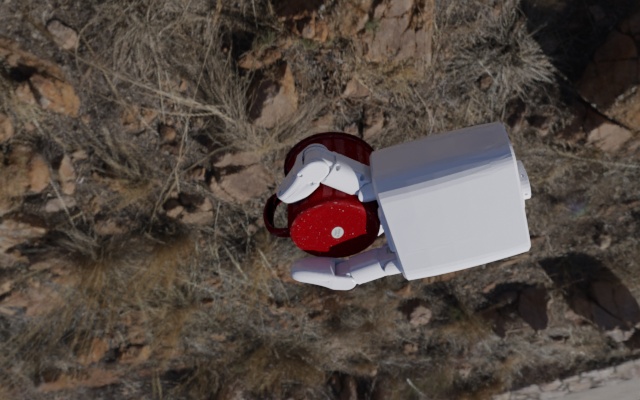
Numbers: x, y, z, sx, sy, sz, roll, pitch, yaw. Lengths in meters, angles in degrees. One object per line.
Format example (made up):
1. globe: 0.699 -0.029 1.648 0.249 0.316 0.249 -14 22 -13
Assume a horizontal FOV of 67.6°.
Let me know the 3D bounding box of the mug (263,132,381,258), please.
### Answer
1. mug: -0.001 0.002 0.441 0.117 0.081 0.093 -15 -44 15
